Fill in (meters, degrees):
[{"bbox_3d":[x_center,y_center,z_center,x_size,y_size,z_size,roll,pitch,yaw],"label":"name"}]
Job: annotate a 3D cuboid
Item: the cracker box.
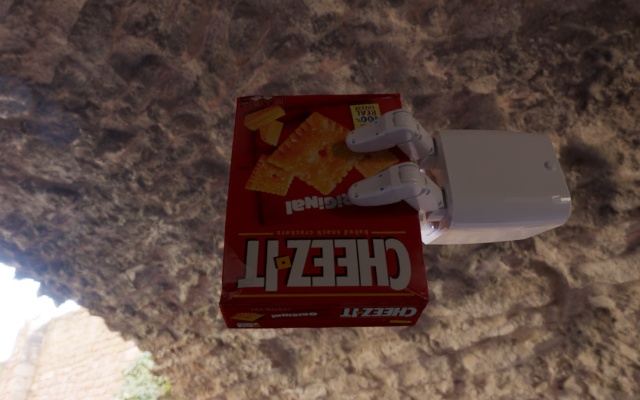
[{"bbox_3d":[0.000,0.001,0.435,0.164,0.213,0.072,-1,-31,-2],"label":"cracker box"}]
